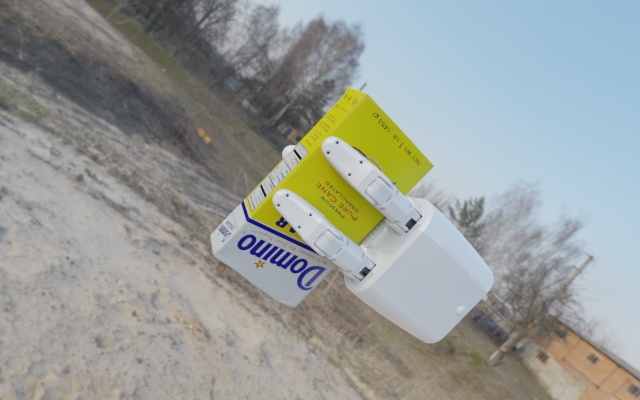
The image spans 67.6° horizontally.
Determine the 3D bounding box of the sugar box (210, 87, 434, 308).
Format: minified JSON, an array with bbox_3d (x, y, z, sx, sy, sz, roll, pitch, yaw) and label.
[{"bbox_3d":[0.000,0.002,0.403,0.093,0.176,0.048,40,4,-26],"label":"sugar box"}]
